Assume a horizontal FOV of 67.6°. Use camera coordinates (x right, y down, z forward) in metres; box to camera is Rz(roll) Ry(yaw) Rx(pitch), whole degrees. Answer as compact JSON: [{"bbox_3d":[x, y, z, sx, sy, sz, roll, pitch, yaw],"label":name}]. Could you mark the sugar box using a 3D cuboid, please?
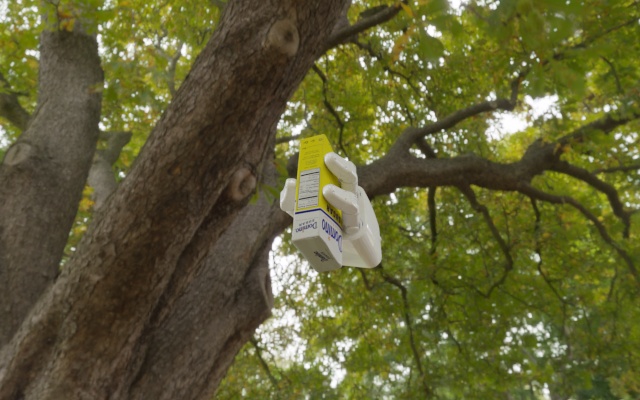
[{"bbox_3d":[0.001,0.002,0.677,0.048,0.176,0.093,-13,-38,16],"label":"sugar box"}]
